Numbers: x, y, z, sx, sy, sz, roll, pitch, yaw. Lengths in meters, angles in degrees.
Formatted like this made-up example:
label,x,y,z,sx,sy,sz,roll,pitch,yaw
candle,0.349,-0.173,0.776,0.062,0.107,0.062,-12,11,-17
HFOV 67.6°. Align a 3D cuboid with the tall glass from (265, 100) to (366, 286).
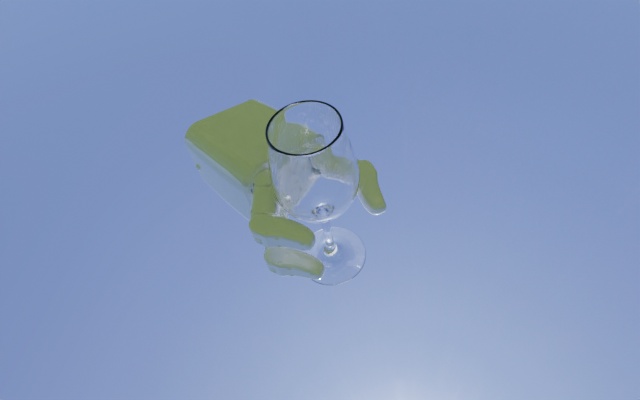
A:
label,x,y,z,sx,sy,sz,roll,pitch,yaw
tall glass,0.000,0.002,0.451,0.079,0.079,0.201,0,-36,9
